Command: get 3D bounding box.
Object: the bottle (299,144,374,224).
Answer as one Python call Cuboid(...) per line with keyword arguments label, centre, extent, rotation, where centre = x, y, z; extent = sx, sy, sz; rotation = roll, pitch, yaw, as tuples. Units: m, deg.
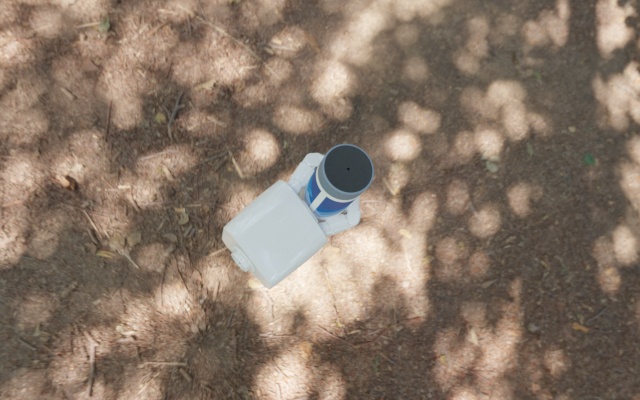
Cuboid(label="bottle", centre=(0.000, 0.002, 0.721), extent=(0.069, 0.069, 0.296), rotation=(0, -16, -14))
